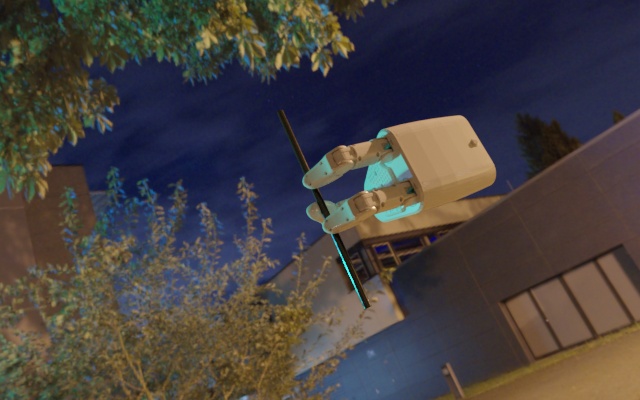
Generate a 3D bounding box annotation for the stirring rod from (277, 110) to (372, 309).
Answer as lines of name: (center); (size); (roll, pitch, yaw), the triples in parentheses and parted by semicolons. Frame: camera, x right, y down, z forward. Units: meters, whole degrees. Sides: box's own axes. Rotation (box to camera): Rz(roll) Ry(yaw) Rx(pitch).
stirring rod: (0.000, 0.002, 0.508); (0.011, 0.239, 0.011); (-21, -20, -8)
